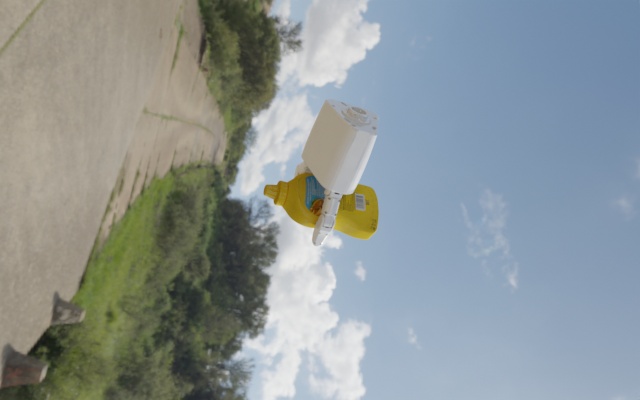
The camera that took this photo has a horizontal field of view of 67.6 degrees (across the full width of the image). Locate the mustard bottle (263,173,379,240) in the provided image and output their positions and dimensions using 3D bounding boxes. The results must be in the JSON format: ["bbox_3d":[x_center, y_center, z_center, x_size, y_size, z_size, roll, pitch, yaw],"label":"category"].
[{"bbox_3d":[0.000,0.003,0.790,0.191,0.096,0.058,13,-35,-18],"label":"mustard bottle"}]
